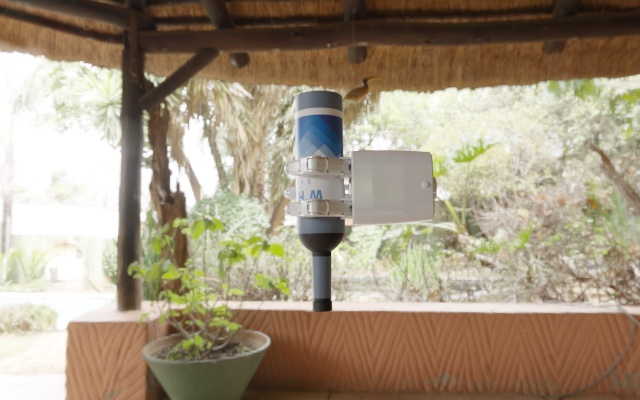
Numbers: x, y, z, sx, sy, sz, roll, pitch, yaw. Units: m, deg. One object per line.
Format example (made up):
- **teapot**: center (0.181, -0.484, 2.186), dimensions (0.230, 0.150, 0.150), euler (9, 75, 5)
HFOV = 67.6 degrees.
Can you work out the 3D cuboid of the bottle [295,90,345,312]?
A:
- **bottle**: center (0.000, 0.002, 0.657), dimensions (0.069, 0.295, 0.069), euler (-1, -5, 0)
